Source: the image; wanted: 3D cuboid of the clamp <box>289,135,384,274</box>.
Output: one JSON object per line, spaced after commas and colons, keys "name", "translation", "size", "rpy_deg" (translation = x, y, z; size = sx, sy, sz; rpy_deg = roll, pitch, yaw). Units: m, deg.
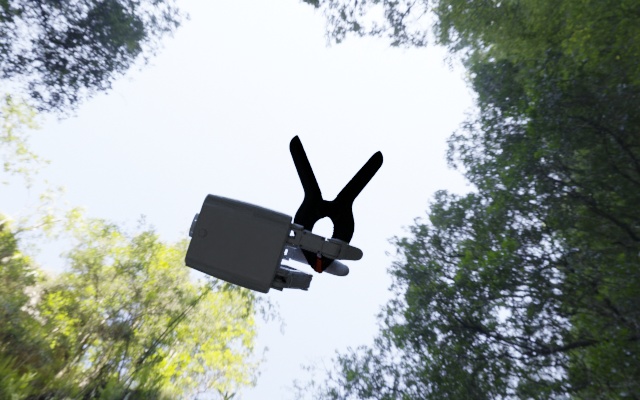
{"name": "clamp", "translation": [0.000, 0.002, 0.598], "size": [0.120, 0.171, 0.039], "rpy_deg": [18, 0, -5]}
